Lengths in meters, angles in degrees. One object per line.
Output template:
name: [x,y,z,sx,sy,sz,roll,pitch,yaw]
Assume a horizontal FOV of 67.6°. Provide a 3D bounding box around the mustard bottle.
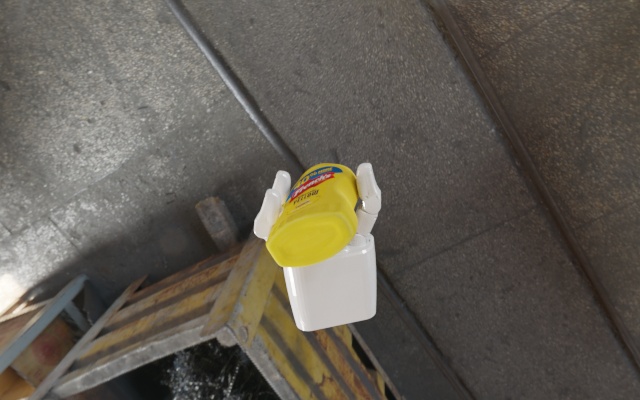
mustard bottle: [0.000,0.002,0.570,0.096,0.058,0.191,-26,19,18]
